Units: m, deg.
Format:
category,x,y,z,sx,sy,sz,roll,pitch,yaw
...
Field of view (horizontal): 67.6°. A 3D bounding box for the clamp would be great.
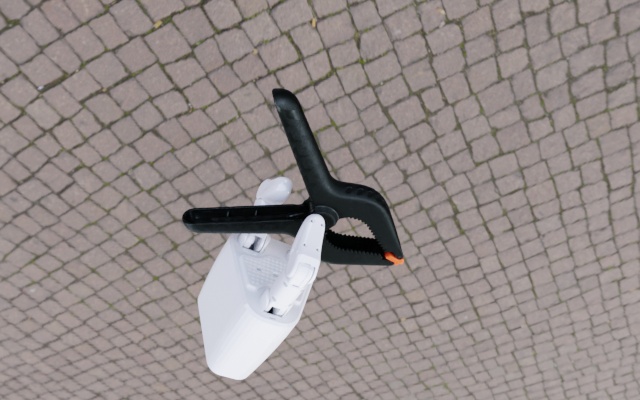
category,x,y,z,sx,sy,sz,roll,pitch,yaw
clamp,0.000,0.002,0.438,0.210,0.165,0.036,23,34,-20
